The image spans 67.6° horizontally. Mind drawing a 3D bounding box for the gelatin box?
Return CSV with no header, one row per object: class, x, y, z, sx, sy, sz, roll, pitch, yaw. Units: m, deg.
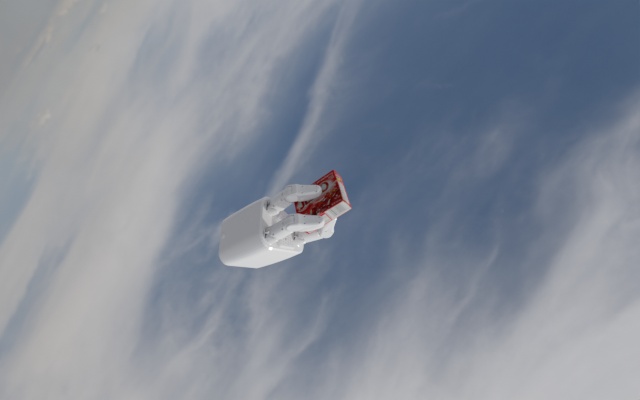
gelatin box,0.001,0.003,0.784,0.089,0.073,0.030,-32,-45,18
